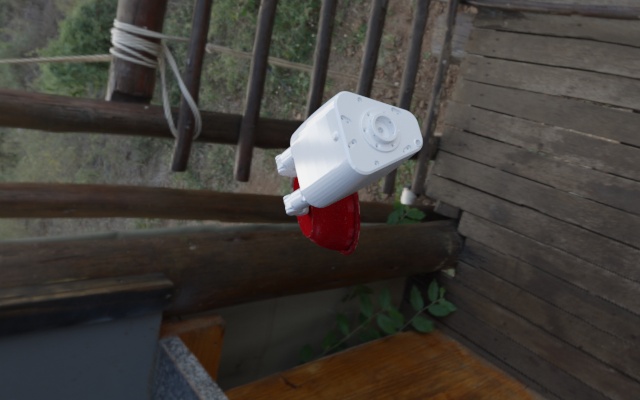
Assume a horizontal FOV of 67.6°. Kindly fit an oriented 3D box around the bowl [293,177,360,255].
[{"bbox_3d":[-0.001,0.003,0.675,0.055,0.162,0.162,-9,3,-17],"label":"bowl"}]
